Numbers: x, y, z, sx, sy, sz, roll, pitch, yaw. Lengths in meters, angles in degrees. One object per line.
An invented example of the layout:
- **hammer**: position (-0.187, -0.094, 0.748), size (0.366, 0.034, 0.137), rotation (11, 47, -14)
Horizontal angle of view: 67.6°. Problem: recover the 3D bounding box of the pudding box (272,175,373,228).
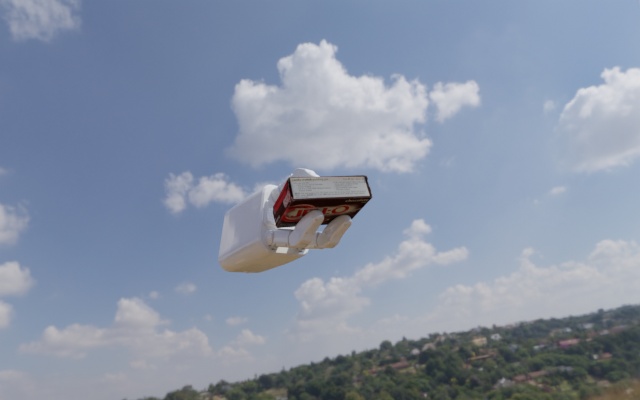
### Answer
- **pudding box**: position (0.000, 0.002, 0.643), size (0.113, 0.039, 0.090), rotation (-5, -22, -21)
